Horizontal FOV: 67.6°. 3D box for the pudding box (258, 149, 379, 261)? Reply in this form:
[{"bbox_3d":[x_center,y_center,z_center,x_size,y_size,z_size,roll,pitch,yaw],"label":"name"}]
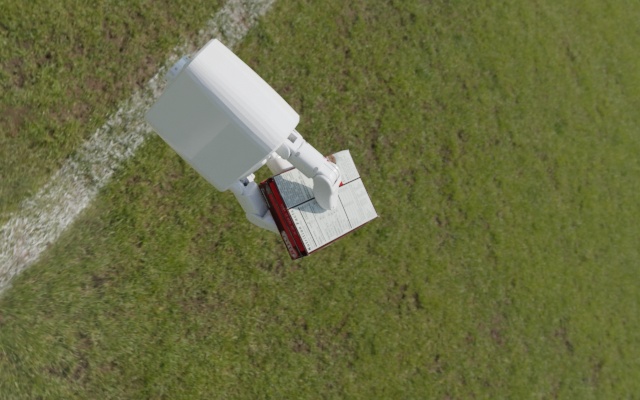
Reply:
[{"bbox_3d":[0.000,0.002,0.520,0.113,0.090,0.039,-24,1,-34],"label":"pudding box"}]
